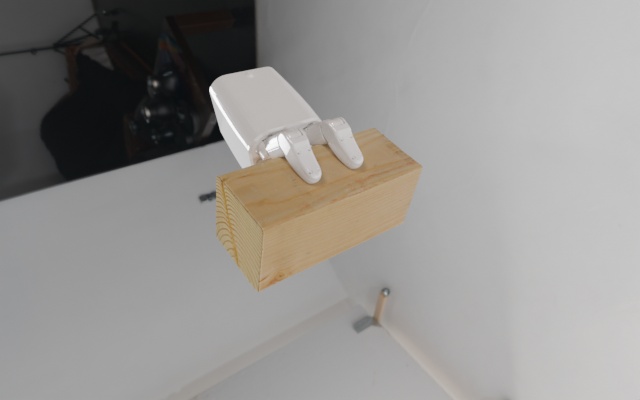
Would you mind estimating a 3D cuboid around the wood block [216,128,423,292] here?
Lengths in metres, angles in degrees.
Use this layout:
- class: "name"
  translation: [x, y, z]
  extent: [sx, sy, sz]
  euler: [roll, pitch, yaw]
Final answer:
- class: "wood block"
  translation: [0.000, 0.002, 0.521]
  extent: [0.206, 0.091, 0.090]
  euler: [-21, 51, -31]
